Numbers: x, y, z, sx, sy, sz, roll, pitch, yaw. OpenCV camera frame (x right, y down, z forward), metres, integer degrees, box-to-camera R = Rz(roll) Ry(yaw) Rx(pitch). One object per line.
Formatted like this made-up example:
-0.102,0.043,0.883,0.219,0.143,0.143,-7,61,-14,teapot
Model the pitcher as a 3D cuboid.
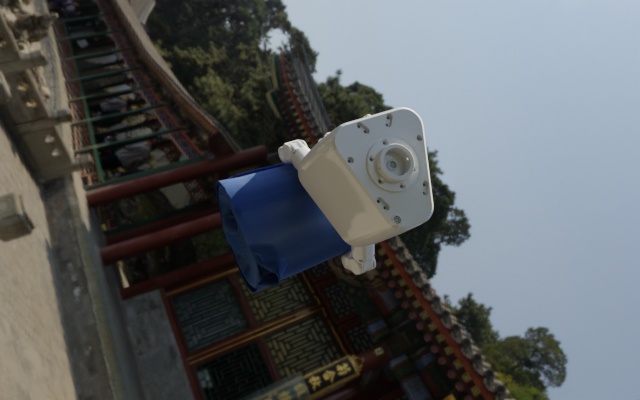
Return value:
0.000,0.002,0.585,0.243,0.149,0.145,-18,-6,-20,pitcher
